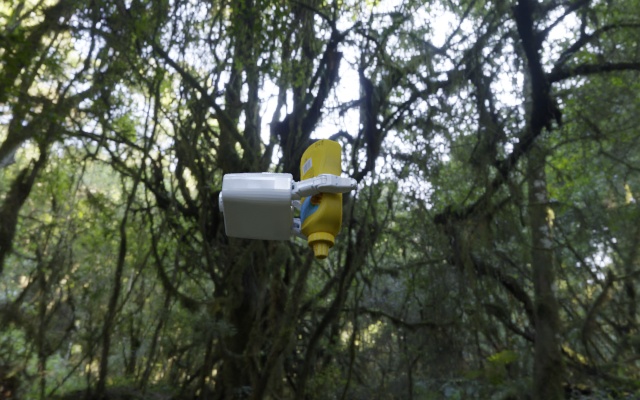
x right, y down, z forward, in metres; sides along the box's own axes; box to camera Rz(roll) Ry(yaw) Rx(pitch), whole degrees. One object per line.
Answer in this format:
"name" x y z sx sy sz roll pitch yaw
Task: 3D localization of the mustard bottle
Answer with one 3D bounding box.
"mustard bottle" 0.000 0.002 0.767 0.058 0.191 0.096 15 -33 -24
